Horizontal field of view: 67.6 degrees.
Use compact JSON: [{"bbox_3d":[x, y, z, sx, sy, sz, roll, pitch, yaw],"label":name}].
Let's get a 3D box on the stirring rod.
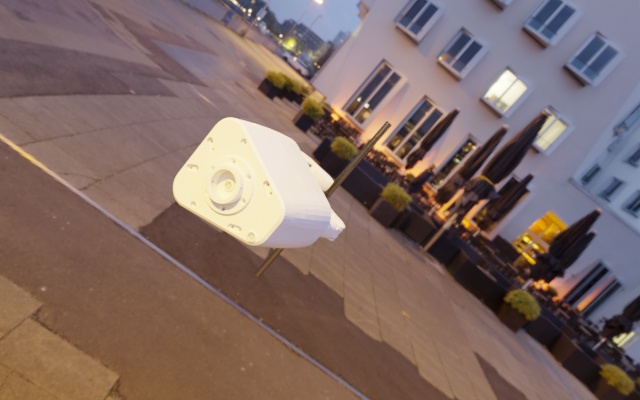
[{"bbox_3d":[0.000,0.002,0.561,0.011,0.239,0.011,39,11,-9],"label":"stirring rod"}]
